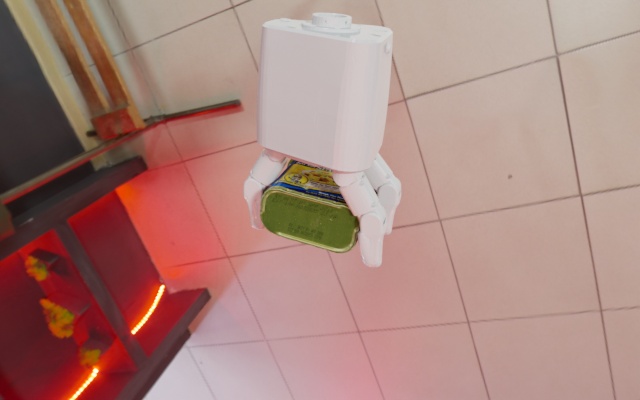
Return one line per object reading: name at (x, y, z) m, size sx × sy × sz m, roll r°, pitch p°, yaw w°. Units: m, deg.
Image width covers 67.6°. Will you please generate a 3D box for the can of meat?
can of meat at (0.000, 0.002, 0.473) m, size 0.102 × 0.057 × 0.084 m, roll 14°, pitch 29°, yaw 11°
